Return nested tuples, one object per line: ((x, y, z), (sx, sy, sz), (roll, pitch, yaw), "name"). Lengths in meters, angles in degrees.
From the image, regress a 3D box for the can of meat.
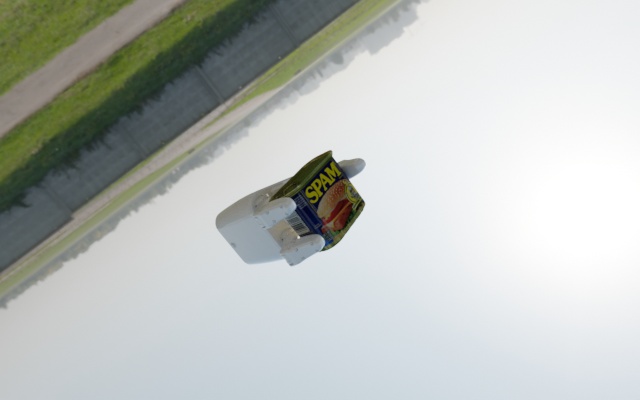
((0.000, 0.002, 0.582), (0.057, 0.084, 0.102), (-22, 20, 46), "can of meat")
